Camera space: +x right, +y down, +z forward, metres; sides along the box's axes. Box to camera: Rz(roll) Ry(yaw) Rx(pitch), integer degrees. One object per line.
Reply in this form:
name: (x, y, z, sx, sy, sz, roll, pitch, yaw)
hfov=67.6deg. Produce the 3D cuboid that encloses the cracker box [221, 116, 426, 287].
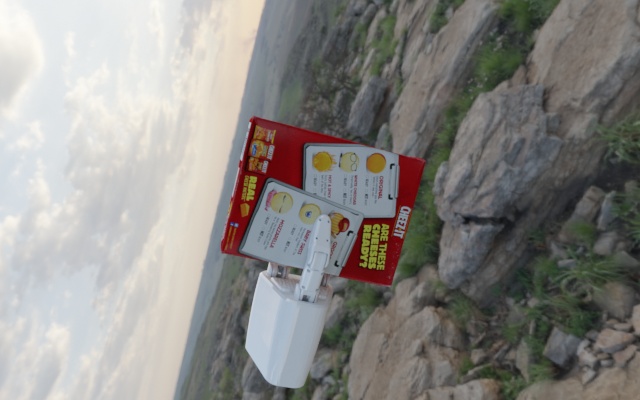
cracker box: (0.000, 0.002, 0.589, 0.214, 0.164, 0.072, 13, 7, -12)
